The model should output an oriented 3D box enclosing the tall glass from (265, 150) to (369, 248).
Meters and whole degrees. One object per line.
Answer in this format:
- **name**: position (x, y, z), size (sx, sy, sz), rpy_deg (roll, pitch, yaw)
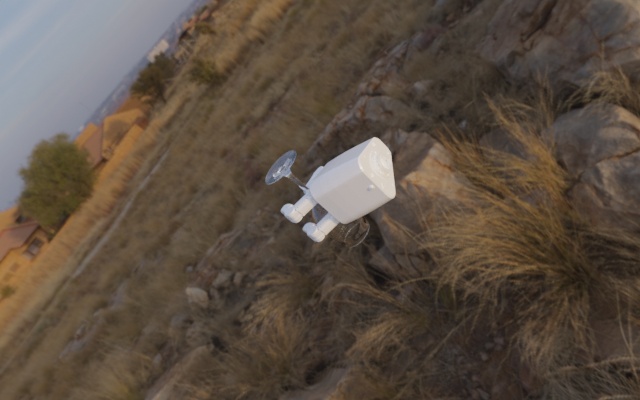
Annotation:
- **tall glass**: position (0.000, 0.002, 0.850), size (0.201, 0.079, 0.079), rpy_deg (42, -20, -25)
